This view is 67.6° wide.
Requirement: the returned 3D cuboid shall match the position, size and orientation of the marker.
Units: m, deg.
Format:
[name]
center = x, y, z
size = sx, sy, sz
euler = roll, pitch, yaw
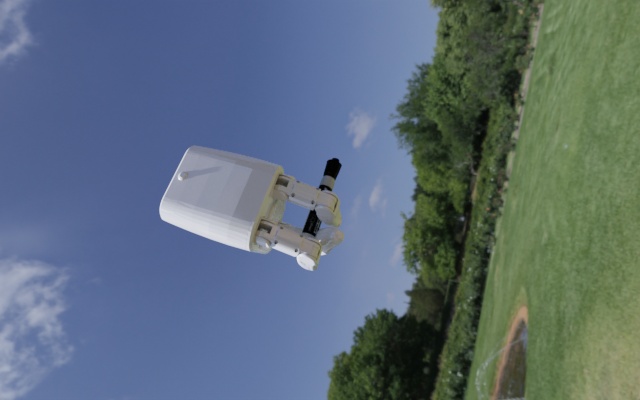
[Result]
[marker]
center = 0.000, 0.002, 0.554
size = 0.020, 0.121, 0.020
euler = 16, -25, 8
